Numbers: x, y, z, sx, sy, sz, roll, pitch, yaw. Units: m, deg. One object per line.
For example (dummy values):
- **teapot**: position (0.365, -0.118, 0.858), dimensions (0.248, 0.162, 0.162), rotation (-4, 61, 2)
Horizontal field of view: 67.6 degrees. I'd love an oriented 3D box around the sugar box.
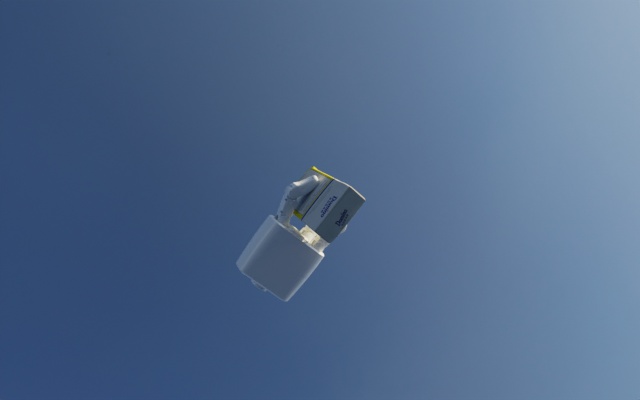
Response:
- **sugar box**: position (0.000, 0.003, 0.823), dimensions (0.048, 0.093, 0.176), rotation (39, -2, -28)
